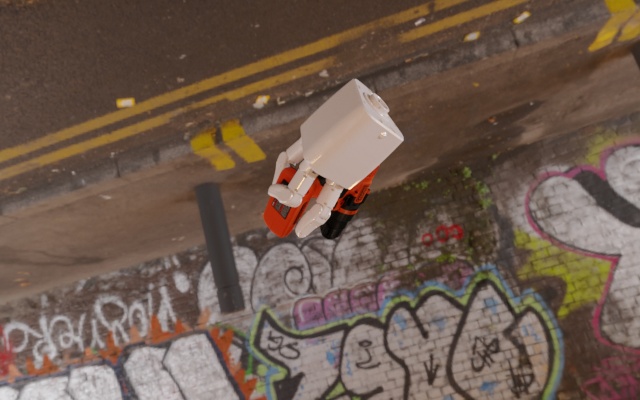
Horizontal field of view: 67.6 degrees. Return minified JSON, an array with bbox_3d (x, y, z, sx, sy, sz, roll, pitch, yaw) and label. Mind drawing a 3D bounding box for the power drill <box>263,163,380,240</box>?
[{"bbox_3d":[0.000,0.002,0.761,0.057,0.184,0.187,41,33,28],"label":"power drill"}]
